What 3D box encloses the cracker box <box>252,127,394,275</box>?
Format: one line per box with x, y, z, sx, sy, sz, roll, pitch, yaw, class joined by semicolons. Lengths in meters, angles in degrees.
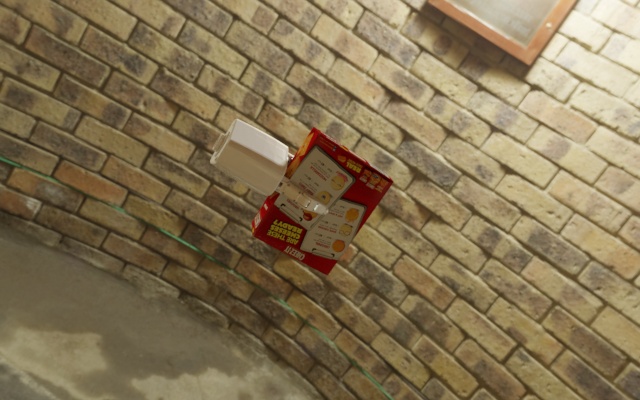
0.000;0.003;0.858;0.164;0.214;0.072;30;12;-18;cracker box
